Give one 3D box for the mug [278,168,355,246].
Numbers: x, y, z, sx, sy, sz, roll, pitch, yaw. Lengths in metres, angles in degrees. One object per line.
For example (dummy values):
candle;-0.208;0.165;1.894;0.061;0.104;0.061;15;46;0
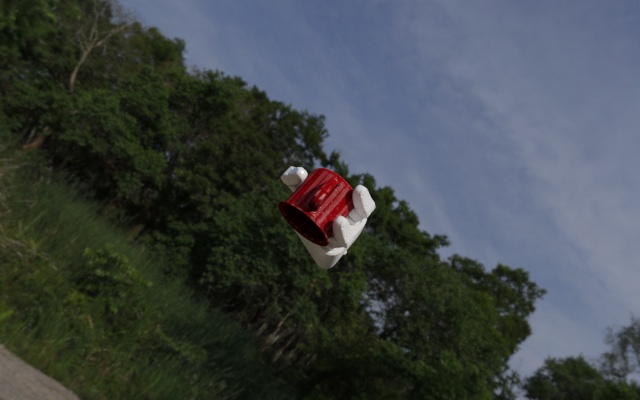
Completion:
mug;0.000;0.002;0.689;0.093;0.081;0.117;38;-21;9
